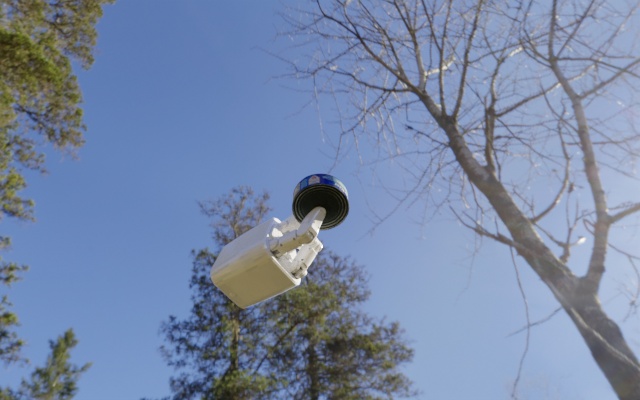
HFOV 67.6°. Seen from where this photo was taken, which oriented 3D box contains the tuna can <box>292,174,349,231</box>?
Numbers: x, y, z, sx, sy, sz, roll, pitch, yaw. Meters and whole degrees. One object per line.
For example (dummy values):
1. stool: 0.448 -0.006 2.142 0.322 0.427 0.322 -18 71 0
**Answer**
1. tuna can: 0.000 0.002 0.724 0.086 0.086 0.033 0 36 -1
